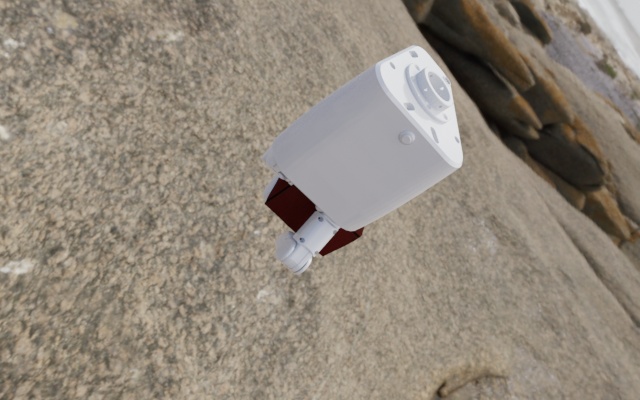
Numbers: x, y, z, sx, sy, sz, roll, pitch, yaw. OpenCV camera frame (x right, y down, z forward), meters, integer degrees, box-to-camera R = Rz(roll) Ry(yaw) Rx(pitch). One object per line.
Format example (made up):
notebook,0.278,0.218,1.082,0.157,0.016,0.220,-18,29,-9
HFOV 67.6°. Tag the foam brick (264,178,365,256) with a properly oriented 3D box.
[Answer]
foam brick,0.000,0.002,0.429,0.051,0.078,0.053,-31,24,38
